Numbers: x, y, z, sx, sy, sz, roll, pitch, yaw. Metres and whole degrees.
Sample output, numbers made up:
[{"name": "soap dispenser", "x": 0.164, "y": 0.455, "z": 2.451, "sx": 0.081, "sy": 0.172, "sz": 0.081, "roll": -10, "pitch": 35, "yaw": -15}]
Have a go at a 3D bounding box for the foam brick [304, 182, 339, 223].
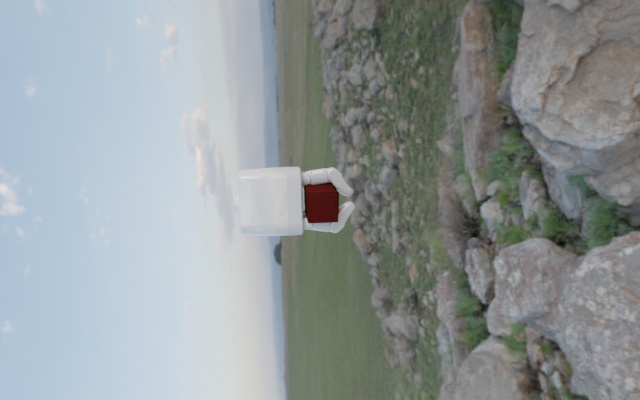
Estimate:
[{"name": "foam brick", "x": 0.000, "y": 0.003, "z": 0.804, "sx": 0.051, "sy": 0.053, "sz": 0.078, "roll": -1, "pitch": 14, "yaw": -6}]
